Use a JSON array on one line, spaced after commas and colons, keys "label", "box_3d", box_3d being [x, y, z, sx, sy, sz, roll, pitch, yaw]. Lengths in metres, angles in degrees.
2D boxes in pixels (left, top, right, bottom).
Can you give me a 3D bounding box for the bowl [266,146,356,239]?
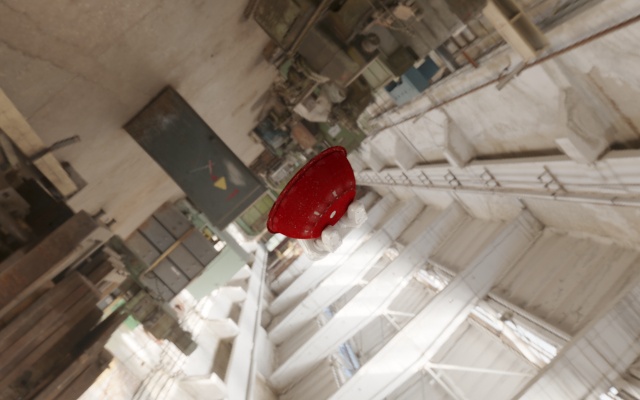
[{"label": "bowl", "box_3d": [0.000, 0.002, 0.675, 0.055, 0.162, 0.162, 42, 14, 17]}]
